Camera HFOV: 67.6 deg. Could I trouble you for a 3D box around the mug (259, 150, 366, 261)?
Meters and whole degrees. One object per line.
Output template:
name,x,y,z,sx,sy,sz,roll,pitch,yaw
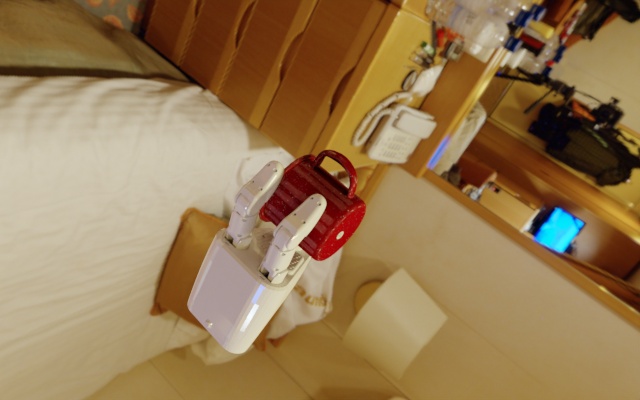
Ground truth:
mug,0.001,0.001,0.509,0.081,0.117,0.093,40,28,19
